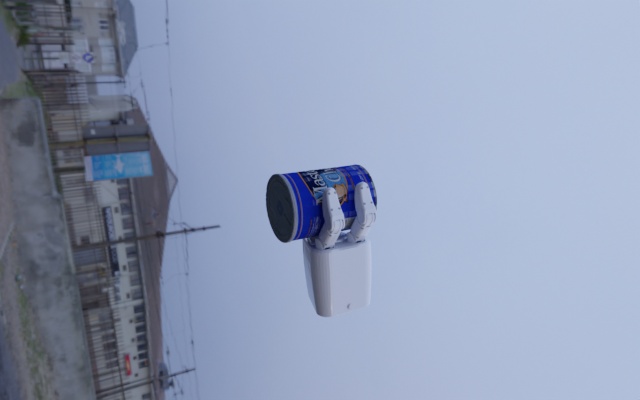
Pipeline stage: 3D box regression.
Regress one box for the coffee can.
[{"bbox_3d":[0.000,0.002,0.731,0.140,0.103,0.103,-9,4,-27],"label":"coffee can"}]
